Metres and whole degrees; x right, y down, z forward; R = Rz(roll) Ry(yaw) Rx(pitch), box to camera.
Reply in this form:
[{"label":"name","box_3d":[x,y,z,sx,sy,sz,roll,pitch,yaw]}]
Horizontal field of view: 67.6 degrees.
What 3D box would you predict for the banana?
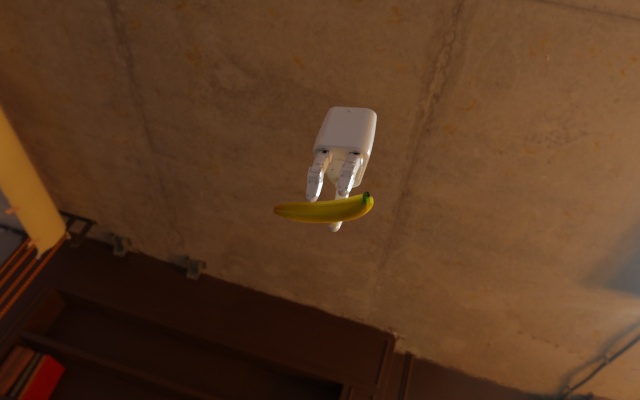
[{"label":"banana","box_3d":[0.013,0.012,0.801,0.198,0.037,0.070,-11,-37,35]}]
